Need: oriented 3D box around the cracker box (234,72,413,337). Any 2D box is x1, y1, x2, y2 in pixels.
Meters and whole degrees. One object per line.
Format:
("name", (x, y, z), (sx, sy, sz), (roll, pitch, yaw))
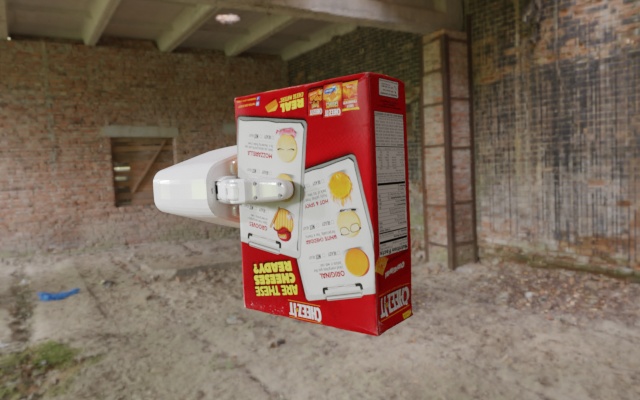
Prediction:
("cracker box", (0.000, 0.001, 0.452), (0.164, 0.214, 0.072), (0, 5, 40))
